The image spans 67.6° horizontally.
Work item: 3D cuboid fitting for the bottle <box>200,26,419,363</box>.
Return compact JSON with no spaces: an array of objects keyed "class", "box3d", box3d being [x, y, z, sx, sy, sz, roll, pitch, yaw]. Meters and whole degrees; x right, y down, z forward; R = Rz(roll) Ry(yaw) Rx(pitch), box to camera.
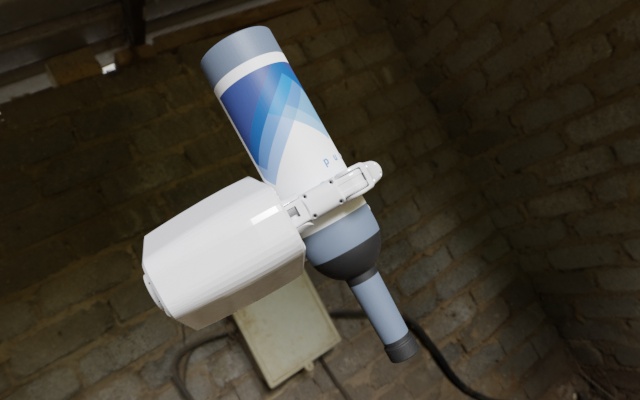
[{"class":"bottle","box3d":[0.000,0.001,0.402,0.069,0.295,0.069,-29,0,0]}]
